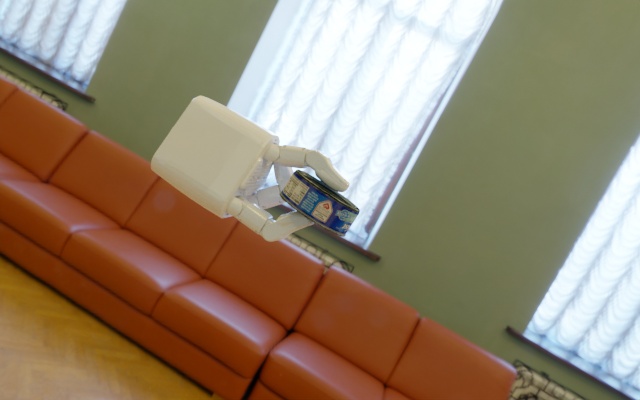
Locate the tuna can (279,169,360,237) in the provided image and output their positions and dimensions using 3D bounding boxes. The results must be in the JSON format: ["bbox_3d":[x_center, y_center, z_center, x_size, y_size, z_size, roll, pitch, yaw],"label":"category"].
[{"bbox_3d":[0.000,0.001,0.521,0.086,0.034,0.086,33,7,-4],"label":"tuna can"}]
